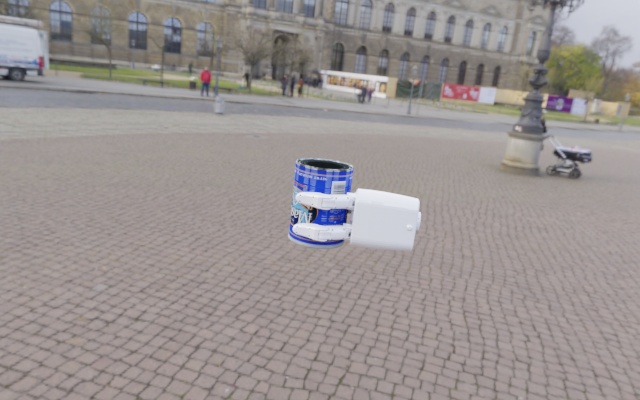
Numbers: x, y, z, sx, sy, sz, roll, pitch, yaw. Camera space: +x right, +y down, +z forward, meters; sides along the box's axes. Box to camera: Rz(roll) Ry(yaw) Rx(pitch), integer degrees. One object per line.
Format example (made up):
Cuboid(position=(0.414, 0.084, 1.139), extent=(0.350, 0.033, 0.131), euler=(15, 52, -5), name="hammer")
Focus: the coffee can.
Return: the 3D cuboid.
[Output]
Cuboid(position=(0.000, 0.003, 0.847), extent=(0.103, 0.140, 0.102), euler=(6, 14, -2), name="coffee can")
